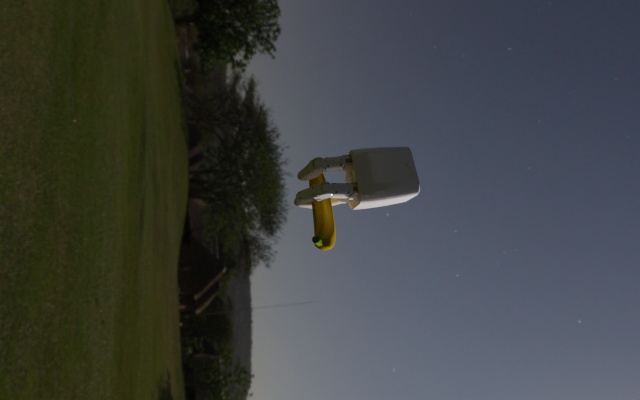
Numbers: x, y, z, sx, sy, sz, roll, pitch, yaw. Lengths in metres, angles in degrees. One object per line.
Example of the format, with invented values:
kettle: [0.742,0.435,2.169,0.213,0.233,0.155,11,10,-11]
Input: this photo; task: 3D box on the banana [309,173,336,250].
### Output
banana: [0.003,0.019,0.816,0.037,0.070,0.197,-8,41,2]
